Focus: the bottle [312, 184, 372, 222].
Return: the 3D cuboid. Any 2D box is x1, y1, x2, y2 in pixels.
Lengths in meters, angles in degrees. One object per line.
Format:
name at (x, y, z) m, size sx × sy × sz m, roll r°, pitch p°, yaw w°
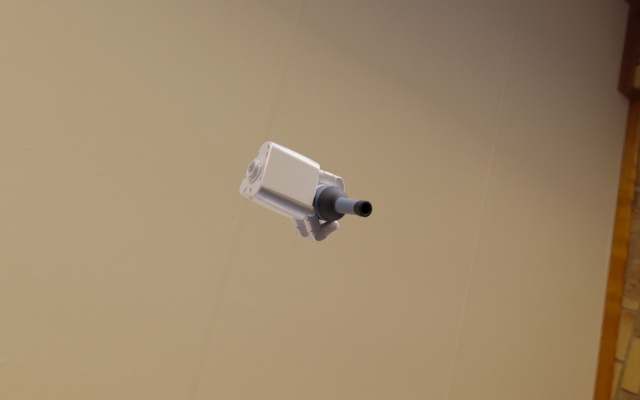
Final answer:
bottle at (0.000, 0.003, 0.899) m, size 0.069 × 0.069 × 0.295 m, roll 0°, pitch 4°, yaw -30°
